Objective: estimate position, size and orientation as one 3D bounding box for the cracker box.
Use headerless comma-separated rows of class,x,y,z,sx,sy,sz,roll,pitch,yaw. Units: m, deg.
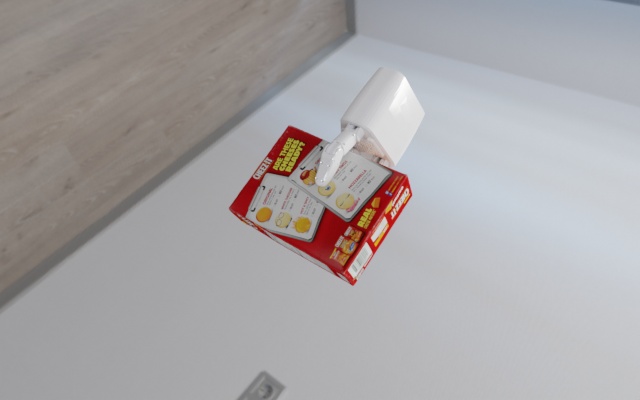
cracker box,0.000,0.002,0.699,0.213,0.164,0.072,26,-16,29
